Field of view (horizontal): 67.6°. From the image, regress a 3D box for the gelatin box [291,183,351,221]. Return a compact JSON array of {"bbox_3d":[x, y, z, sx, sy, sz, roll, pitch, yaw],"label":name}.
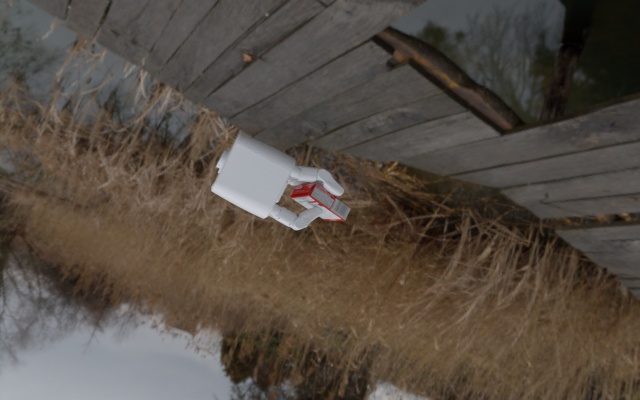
[{"bbox_3d":[0.000,0.003,0.867,0.089,0.030,0.073,35,-18,-24],"label":"gelatin box"}]
